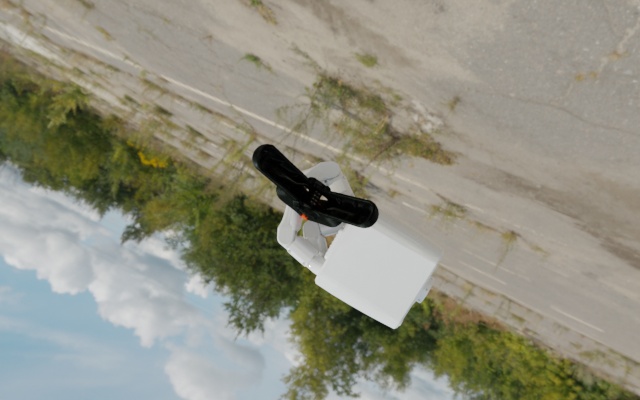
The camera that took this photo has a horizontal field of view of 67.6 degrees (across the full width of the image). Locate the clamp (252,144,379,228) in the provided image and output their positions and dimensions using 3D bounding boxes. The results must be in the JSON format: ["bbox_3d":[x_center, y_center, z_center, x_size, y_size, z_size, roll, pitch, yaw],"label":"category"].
[{"bbox_3d":[0.000,0.002,0.475,0.120,0.039,0.171,34,-6,10],"label":"clamp"}]
